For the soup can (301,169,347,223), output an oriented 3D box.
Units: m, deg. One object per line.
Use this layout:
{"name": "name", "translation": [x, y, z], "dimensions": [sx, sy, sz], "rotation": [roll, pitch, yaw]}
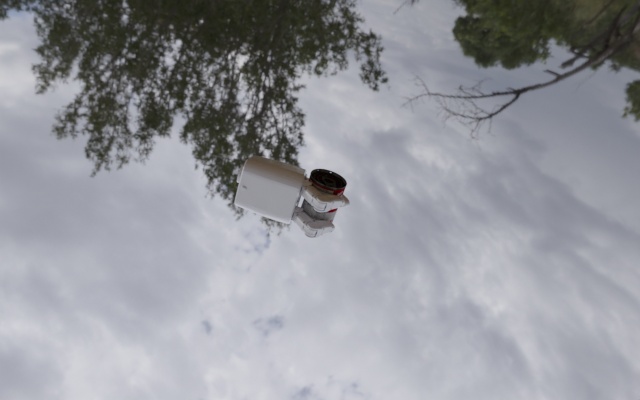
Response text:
{"name": "soup can", "translation": [0.001, 0.003, 0.867], "dimensions": [0.068, 0.102, 0.068], "rotation": [15, 28, -8]}
